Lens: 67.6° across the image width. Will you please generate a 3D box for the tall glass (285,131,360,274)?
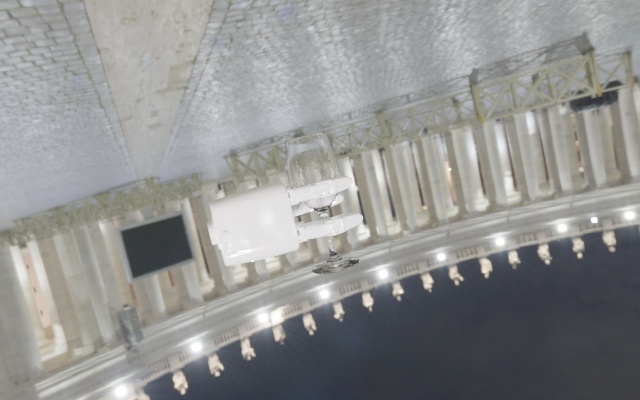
[{"bbox_3d":[0.000,0.003,0.709,0.079,0.201,0.079,-13,6,1],"label":"tall glass"}]
